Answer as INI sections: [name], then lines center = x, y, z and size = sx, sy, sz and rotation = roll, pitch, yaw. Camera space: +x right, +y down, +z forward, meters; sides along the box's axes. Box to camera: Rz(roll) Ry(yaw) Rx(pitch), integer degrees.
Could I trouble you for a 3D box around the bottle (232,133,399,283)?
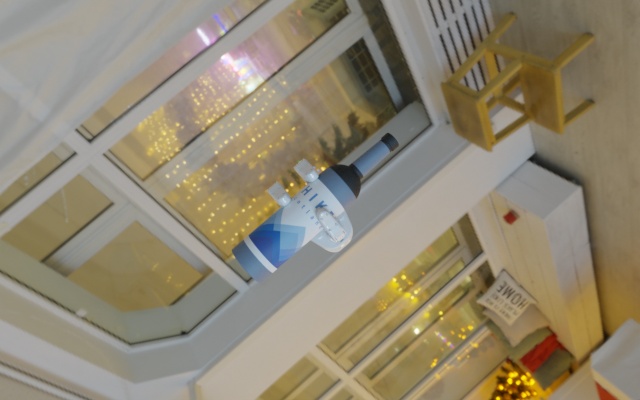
[bottle]
center = 0.000, 0.003, 0.721
size = 0.295, 0.069, 0.069
rotation = -41, 3, -3
